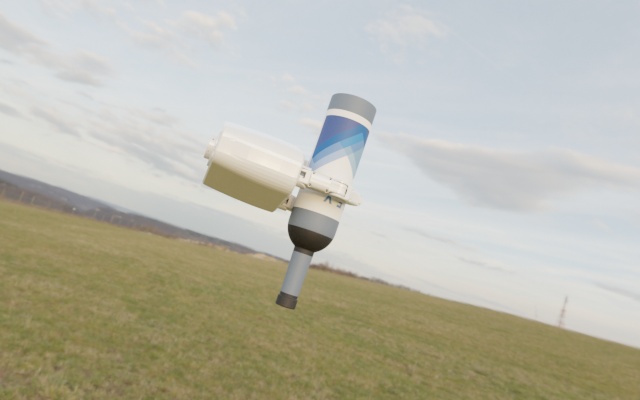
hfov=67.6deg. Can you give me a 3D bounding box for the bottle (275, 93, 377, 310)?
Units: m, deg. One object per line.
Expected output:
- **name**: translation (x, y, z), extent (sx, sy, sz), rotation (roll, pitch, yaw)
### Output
- **bottle**: translation (0.000, 0.002, 0.651), extent (0.069, 0.295, 0.069), rotation (19, -8, 3)
